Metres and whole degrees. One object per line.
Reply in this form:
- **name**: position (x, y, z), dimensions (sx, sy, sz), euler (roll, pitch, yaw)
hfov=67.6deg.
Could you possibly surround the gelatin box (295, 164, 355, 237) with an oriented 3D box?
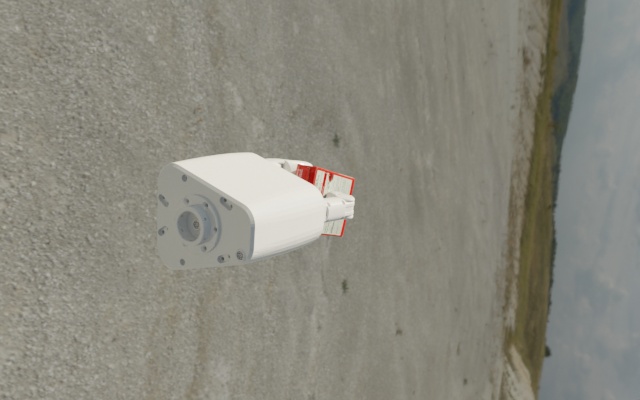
- **gelatin box**: position (0.001, 0.002, 0.549), dimensions (0.030, 0.073, 0.089), euler (12, 0, 33)
